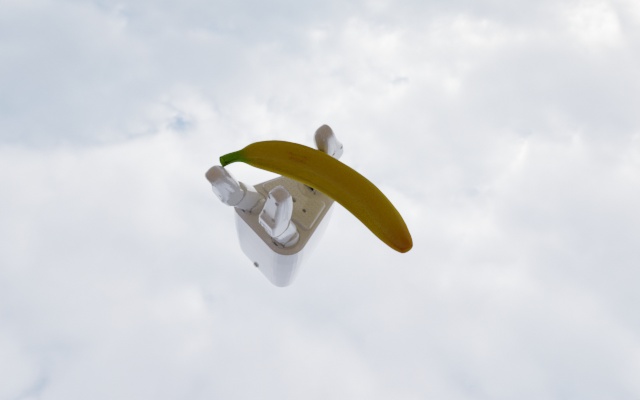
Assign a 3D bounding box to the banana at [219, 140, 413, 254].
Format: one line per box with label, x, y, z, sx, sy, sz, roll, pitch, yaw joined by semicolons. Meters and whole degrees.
banana;0.004;-0.014;0.464;0.198;0.069;0.037;24;-33;6
